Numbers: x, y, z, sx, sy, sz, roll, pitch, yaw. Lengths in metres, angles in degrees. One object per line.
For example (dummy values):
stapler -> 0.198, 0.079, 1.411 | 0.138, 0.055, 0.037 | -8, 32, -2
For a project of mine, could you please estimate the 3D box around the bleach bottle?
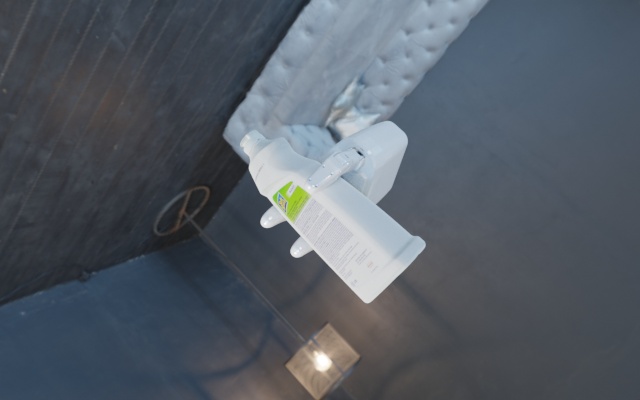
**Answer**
bleach bottle -> 0.000, 0.002, 0.578 | 0.068, 0.251, 0.103 | -33, -16, -48
